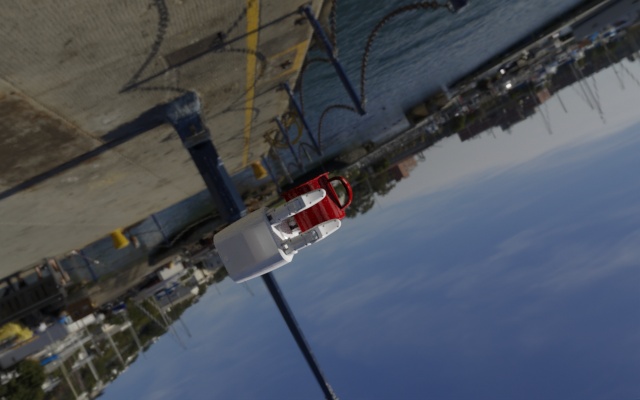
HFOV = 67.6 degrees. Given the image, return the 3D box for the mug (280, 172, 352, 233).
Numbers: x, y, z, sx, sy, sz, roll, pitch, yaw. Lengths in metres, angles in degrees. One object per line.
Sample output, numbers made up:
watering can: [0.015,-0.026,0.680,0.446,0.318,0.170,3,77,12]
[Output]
mug: [0.001,0.002,0.809,0.117,0.081,0.093,-26,1,18]
